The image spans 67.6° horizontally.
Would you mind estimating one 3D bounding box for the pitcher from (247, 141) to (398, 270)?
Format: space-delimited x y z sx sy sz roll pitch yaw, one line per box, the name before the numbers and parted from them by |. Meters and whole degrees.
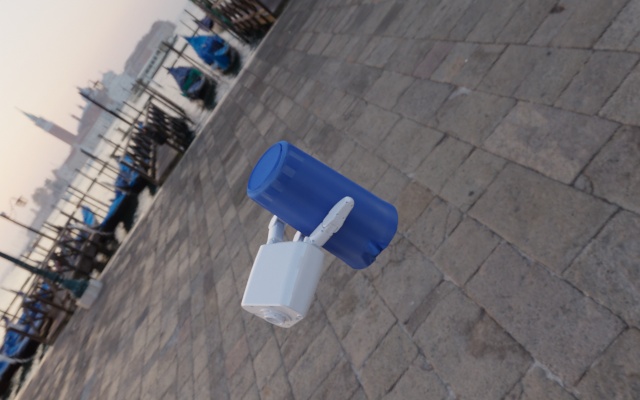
pitcher | 0.000 0.003 0.811 0.243 0.145 0.149 33 -31 -25
